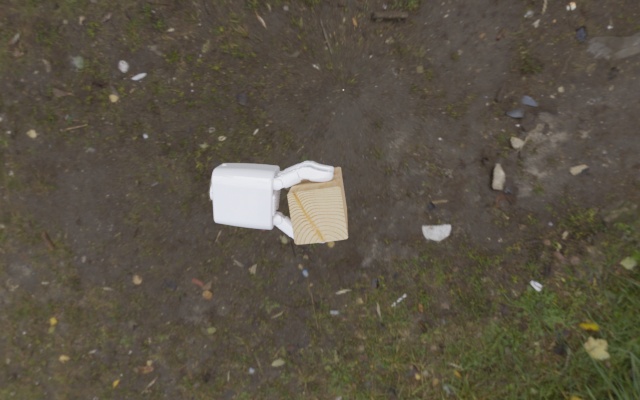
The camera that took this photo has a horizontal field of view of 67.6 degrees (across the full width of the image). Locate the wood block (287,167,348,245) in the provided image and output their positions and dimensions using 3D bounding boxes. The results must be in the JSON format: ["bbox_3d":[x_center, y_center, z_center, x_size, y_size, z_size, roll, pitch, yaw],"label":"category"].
[{"bbox_3d":[0.000,0.003,0.869,0.090,0.091,0.206,-7,13,4],"label":"wood block"}]
